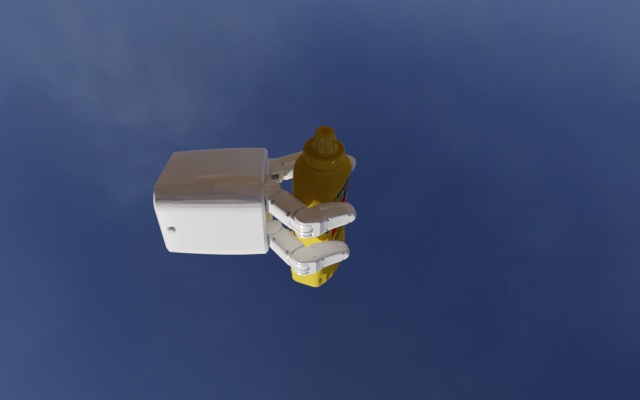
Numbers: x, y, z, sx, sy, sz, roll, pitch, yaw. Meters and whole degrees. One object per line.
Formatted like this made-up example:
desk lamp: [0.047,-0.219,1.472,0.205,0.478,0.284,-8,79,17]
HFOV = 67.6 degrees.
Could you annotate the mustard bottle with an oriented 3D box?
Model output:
mustard bottle: [0.000,0.002,0.519,0.058,0.192,0.096,17,46,14]
